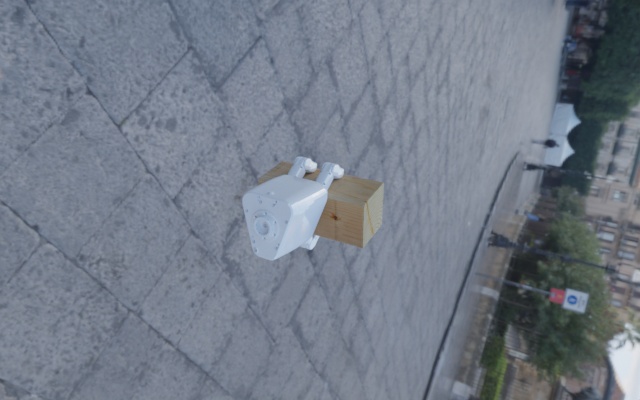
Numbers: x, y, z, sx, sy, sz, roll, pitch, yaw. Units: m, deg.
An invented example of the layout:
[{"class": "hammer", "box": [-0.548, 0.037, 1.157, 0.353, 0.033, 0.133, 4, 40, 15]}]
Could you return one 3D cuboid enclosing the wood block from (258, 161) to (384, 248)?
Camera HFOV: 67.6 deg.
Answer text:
[{"class": "wood block", "box": [0.000, 0.003, 0.860, 0.206, 0.091, 0.090, 14, 34, 24]}]
